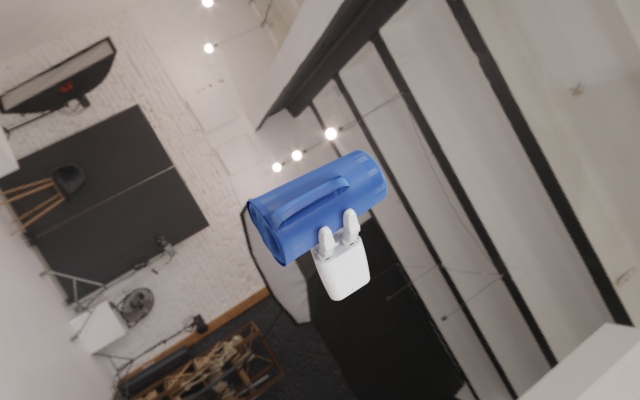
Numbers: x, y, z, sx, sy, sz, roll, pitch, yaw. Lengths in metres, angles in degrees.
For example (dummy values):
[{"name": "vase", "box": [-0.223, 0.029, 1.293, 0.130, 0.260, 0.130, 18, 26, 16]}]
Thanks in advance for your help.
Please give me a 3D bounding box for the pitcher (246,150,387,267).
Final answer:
[{"name": "pitcher", "box": [0.000, 0.003, 0.862, 0.243, 0.145, 0.149, -30, 35, -17]}]
